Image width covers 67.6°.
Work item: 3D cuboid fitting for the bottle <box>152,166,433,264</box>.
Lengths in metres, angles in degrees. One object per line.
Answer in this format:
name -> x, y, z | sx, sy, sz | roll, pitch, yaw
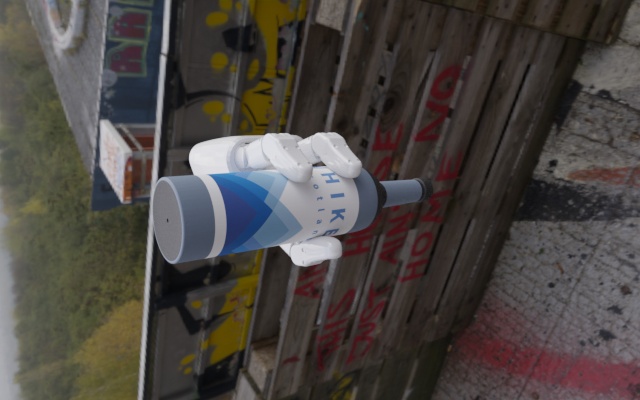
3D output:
bottle -> 0.000, 0.002, 0.450 | 0.295, 0.069, 0.069 | -7, 4, -37
